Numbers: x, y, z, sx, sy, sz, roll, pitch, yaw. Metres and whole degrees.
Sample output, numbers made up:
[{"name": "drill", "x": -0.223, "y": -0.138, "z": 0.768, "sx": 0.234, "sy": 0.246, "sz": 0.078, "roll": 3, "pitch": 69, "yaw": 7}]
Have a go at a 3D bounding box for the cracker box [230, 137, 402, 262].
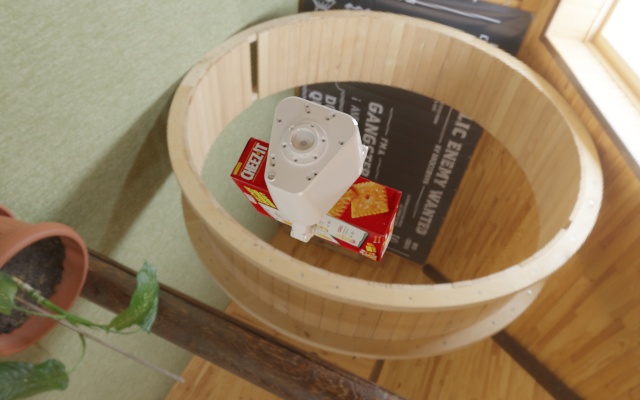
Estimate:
[{"name": "cracker box", "x": 0.000, "y": 0.002, "z": 0.674, "sx": 0.213, "sy": 0.072, "sz": 0.164, "roll": 22, "pitch": -15, "yaw": 12}]
